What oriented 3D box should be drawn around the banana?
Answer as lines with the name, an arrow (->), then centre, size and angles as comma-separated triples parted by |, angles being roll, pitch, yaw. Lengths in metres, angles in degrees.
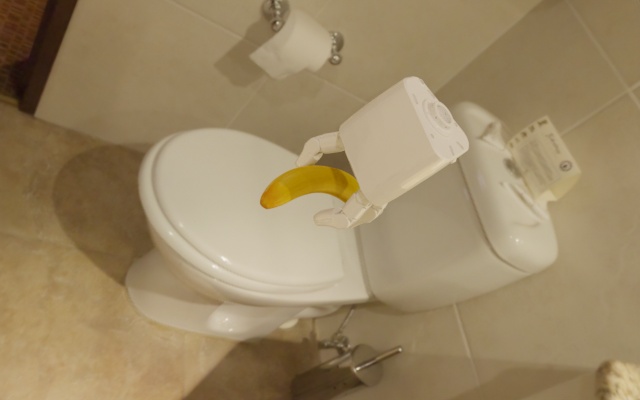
banana -> -0.001, -0.015, 0.639 | 0.198, 0.069, 0.037 | 9, -27, -43
